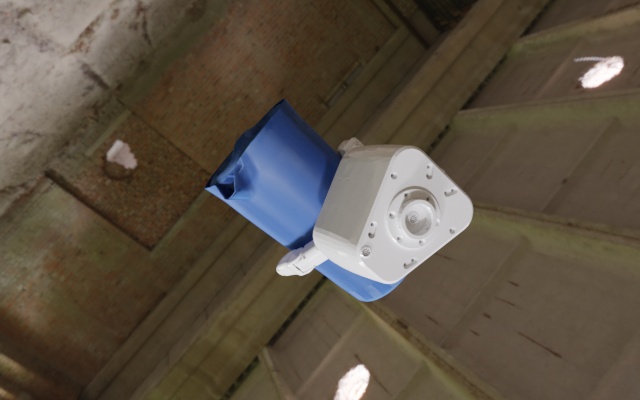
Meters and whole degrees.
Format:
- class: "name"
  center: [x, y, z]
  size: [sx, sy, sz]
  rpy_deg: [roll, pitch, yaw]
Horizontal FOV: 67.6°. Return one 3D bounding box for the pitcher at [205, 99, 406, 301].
- class: "pitcher"
  center: [0.000, 0.002, 0.570]
  size: [0.243, 0.149, 0.145]
  rpy_deg: [41, -12, -16]
